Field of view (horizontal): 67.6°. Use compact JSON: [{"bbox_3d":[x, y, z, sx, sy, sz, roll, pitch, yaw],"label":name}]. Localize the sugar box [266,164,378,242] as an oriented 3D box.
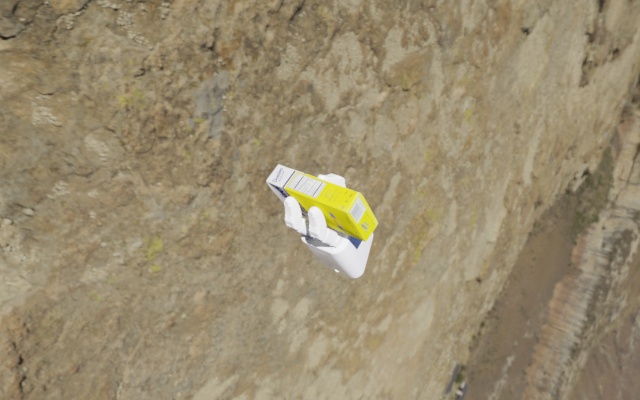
[{"bbox_3d":[0.000,0.003,0.783,0.176,0.048,0.093,18,-25,36],"label":"sugar box"}]
